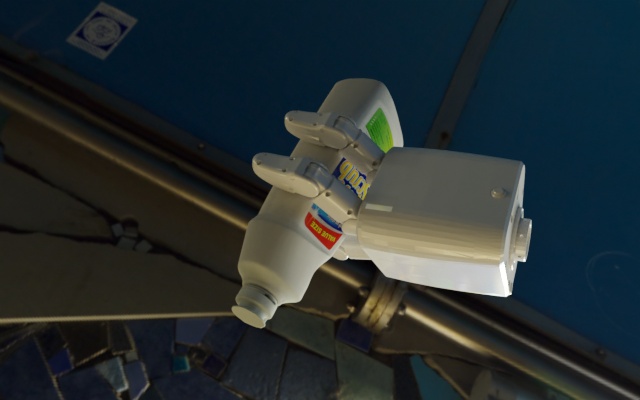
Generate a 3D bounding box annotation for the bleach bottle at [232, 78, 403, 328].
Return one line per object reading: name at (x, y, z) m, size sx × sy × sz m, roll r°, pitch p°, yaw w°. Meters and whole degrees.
bleach bottle at (0.000, 0.001, 0.427) m, size 0.068 × 0.250 × 0.103 m, roll 7°, pitch -40°, yaw 30°
